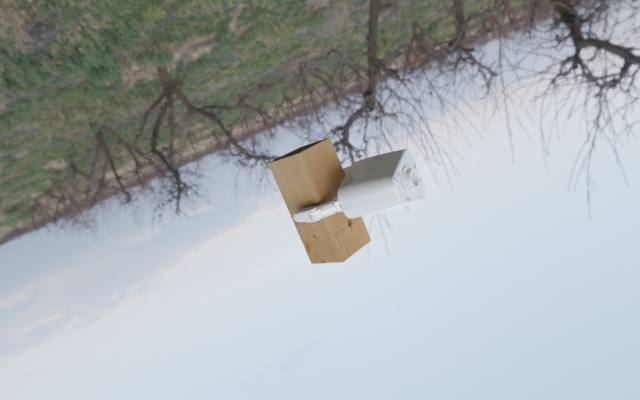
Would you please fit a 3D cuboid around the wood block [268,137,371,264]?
[{"bbox_3d":[0.000,0.003,0.871,0.090,0.206,0.090,-11,16,48],"label":"wood block"}]
